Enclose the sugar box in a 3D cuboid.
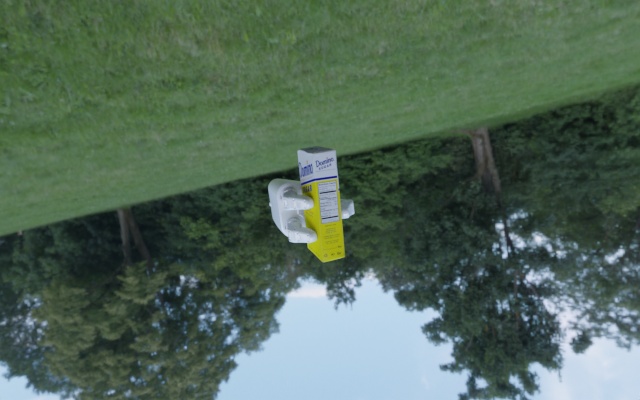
[{"bbox_3d":[0.000,0.003,0.781,0.048,0.176,0.093,-12,12,-16],"label":"sugar box"}]
